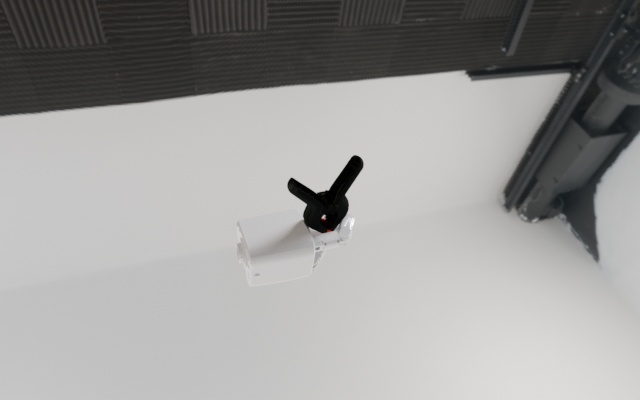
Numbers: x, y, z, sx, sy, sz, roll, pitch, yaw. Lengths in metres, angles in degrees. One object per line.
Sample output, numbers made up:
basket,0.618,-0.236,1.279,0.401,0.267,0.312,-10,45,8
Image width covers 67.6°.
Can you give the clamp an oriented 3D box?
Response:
clamp,0.000,0.002,0.754,0.120,0.039,0.172,-10,-39,-17
